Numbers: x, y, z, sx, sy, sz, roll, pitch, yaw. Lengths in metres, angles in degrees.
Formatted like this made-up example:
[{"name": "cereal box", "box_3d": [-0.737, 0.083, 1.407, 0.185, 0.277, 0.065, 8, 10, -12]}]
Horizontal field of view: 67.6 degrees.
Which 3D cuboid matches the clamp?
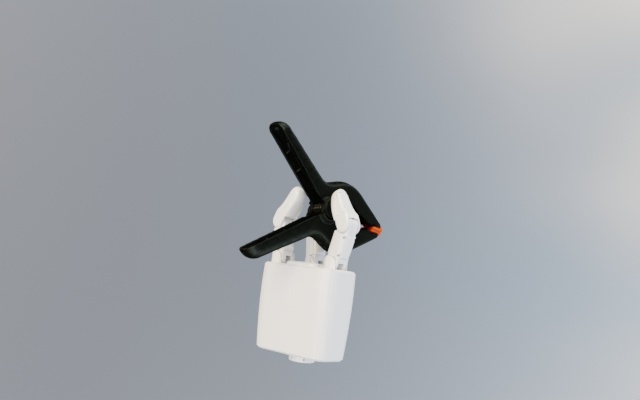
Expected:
[{"name": "clamp", "box_3d": [0.001, 0.002, 0.601, 0.210, 0.164, 0.036, 15, -12, -39]}]
